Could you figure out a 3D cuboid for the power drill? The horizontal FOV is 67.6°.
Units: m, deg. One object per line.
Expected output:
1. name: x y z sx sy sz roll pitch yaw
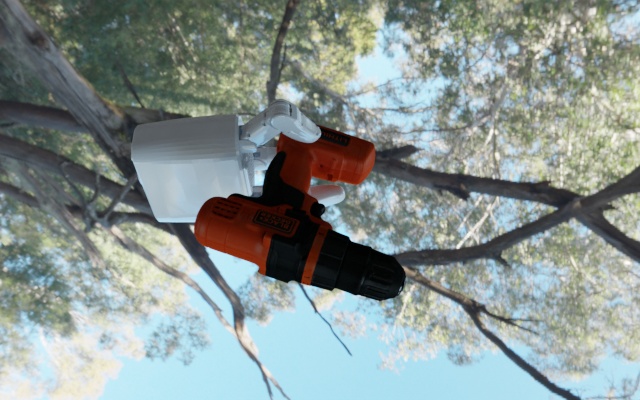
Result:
1. power drill: 0.000 0.001 0.455 0.184 0.057 0.187 19 39 4
